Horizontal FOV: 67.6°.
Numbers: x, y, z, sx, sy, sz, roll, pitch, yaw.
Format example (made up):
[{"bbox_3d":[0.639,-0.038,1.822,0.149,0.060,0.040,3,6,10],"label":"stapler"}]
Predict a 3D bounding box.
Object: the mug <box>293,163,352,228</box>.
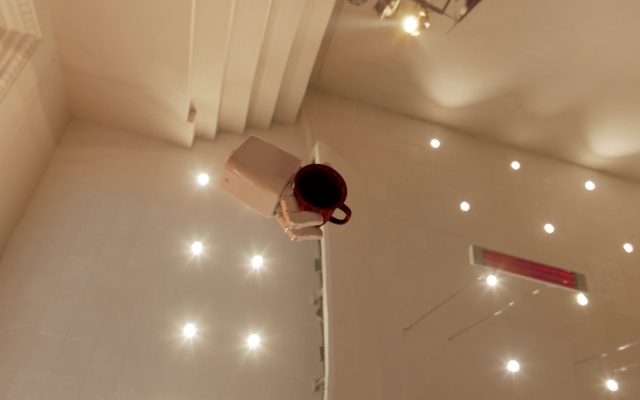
[{"bbox_3d":[0.001,0.004,0.827,0.117,0.093,0.081,31,-35,1],"label":"mug"}]
